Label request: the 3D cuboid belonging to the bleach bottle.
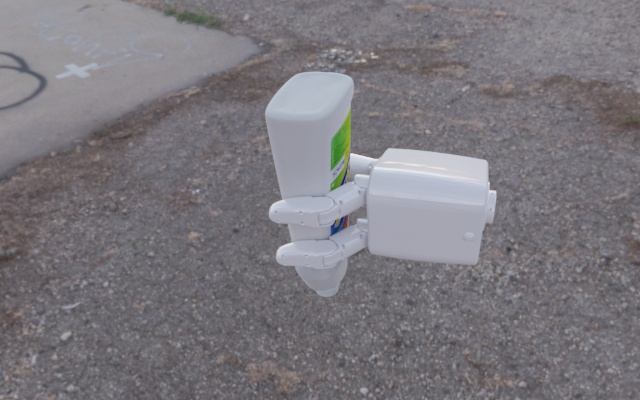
[{"bbox_3d":[0.000,0.002,0.507,0.068,0.251,0.102,8,40,18],"label":"bleach bottle"}]
